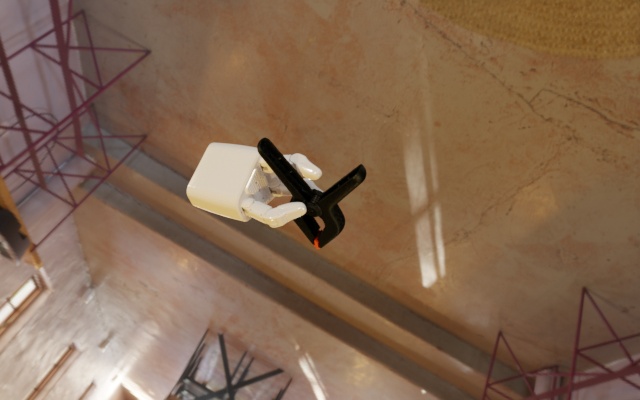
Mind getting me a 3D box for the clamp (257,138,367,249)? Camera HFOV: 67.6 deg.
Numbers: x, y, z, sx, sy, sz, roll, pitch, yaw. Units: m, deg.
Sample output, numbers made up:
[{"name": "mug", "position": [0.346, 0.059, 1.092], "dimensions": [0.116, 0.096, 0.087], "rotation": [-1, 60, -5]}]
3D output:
[{"name": "clamp", "position": [0.000, 0.003, 0.716], "dimensions": [0.164, 0.210, 0.036], "rotation": [14, 51, 26]}]
